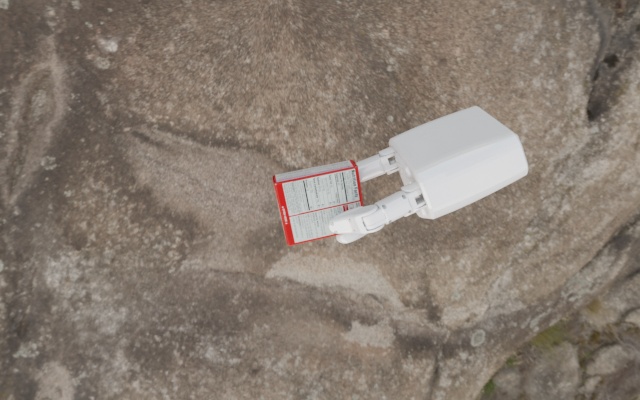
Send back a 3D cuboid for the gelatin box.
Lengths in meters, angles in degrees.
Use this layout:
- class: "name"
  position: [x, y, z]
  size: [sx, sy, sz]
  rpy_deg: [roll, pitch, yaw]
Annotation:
- class: "gelatin box"
  position: [0.000, 0.002, 0.505]
  size: [0.089, 0.073, 0.030]
  rpy_deg: [-13, 23, -5]
